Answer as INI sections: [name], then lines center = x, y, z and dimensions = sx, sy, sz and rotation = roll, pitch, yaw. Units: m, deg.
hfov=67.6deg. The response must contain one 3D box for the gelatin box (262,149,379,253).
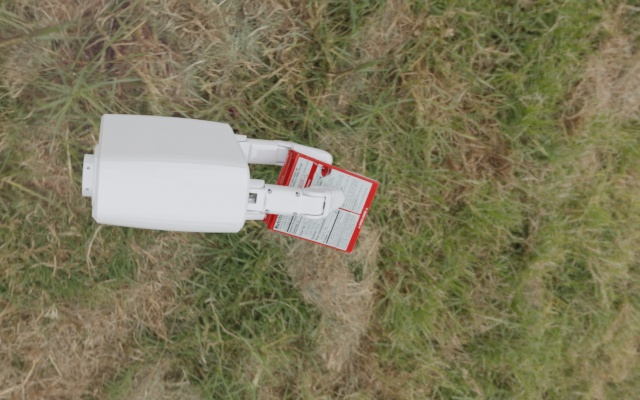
[gelatin box]
center = 0.001, 0.002, 0.443
dimensions = 0.089, 0.073, 0.030
rotation = 18, 6, -22
